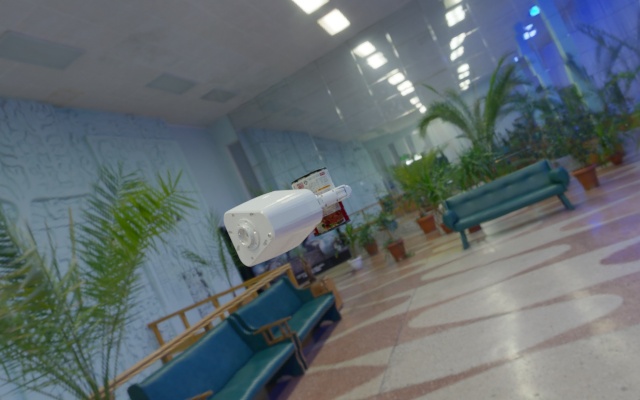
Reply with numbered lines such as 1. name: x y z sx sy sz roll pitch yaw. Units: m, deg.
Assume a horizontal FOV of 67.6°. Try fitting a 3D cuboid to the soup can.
1. soup can: 0.000 0.002 0.816 0.068 0.102 0.068 -25 -1 -1
